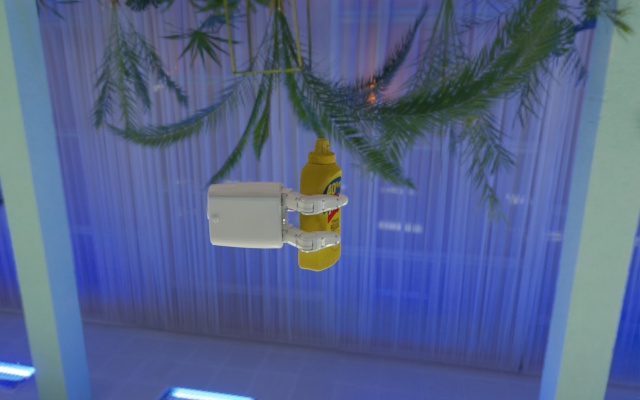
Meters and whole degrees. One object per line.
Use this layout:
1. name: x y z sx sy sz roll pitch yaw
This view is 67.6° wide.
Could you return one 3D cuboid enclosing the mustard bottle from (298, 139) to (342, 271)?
1. mustard bottle: 0.000 0.003 0.724 0.058 0.192 0.096 8 18 23
